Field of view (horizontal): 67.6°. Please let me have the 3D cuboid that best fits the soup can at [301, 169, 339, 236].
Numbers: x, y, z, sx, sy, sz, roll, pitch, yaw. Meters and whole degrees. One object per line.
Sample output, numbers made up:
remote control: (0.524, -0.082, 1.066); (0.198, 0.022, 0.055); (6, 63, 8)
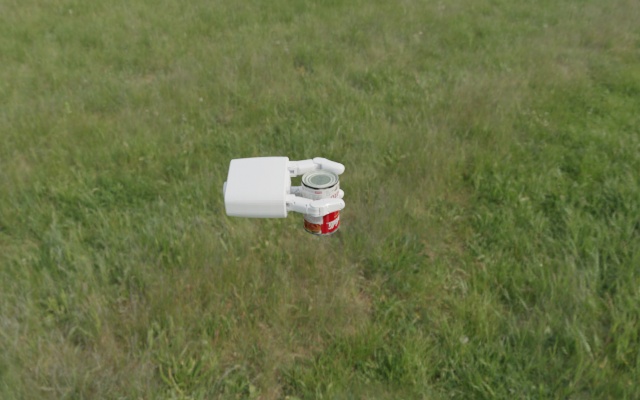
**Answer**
soup can: (0.001, 0.003, 0.862); (0.068, 0.102, 0.068); (-1, 33, 1)
